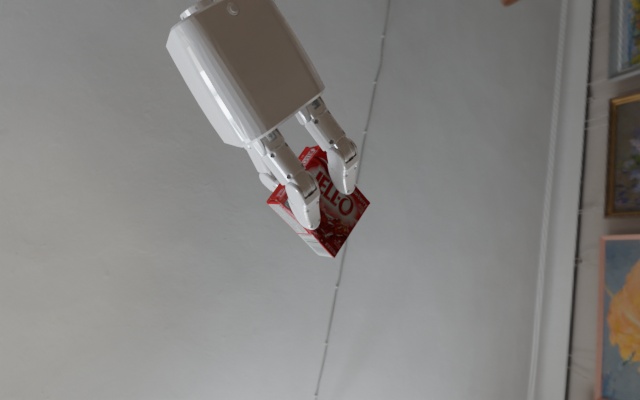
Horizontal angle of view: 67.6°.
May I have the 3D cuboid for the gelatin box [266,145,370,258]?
[{"bbox_3d":[0.000,0.002,0.473,0.030,0.073,0.089,3,-38,52],"label":"gelatin box"}]
